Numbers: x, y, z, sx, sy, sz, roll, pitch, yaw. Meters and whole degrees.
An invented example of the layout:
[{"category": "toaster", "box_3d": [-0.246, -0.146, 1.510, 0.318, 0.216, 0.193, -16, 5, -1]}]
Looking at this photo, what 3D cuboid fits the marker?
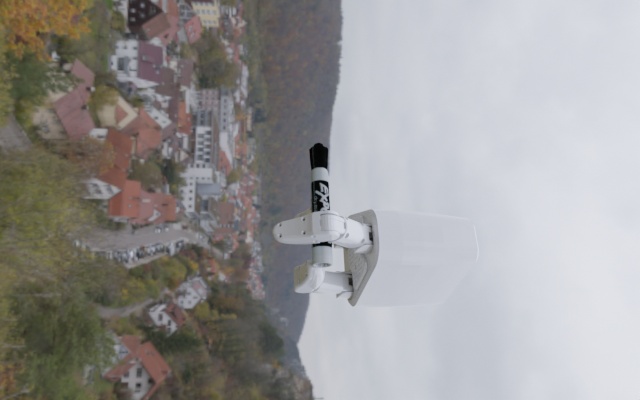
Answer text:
[{"category": "marker", "box_3d": [0.000, 0.001, 0.444, 0.020, 0.121, 0.020, -2, -22, -1]}]
